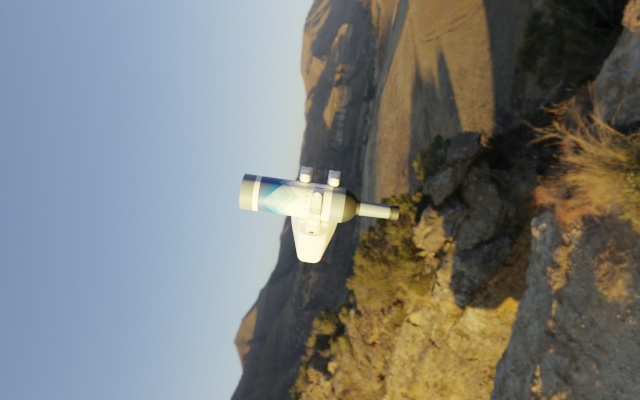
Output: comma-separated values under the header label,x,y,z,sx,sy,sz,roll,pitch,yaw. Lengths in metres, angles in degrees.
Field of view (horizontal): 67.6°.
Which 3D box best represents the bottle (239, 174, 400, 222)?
label,x,y,z,sx,sy,sz,roll,pitch,yaw
bottle,0.000,0.003,0.896,0.296,0.069,0.069,8,0,0
